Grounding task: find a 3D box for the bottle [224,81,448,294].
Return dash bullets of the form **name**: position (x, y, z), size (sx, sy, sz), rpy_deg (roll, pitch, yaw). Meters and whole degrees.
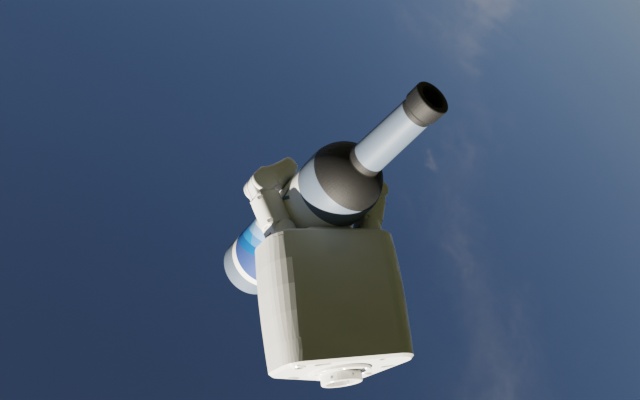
- **bottle**: position (0.000, 0.001, 0.425), size (0.069, 0.069, 0.296), rpy_deg (0, -29, -36)
